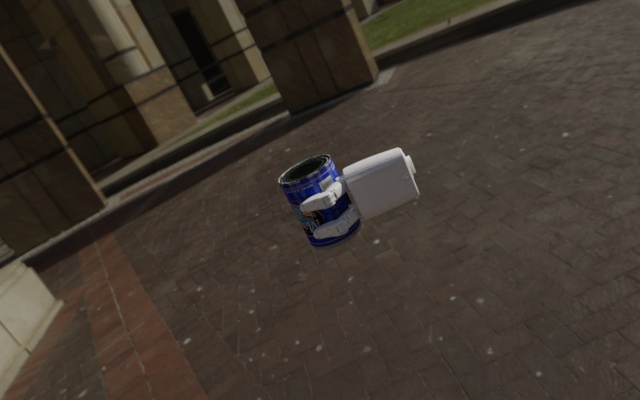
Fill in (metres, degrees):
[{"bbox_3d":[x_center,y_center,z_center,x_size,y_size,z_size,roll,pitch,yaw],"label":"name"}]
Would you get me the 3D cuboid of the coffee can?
[{"bbox_3d":[0.000,0.003,0.858,0.103,0.140,0.102,-23,21,9],"label":"coffee can"}]
